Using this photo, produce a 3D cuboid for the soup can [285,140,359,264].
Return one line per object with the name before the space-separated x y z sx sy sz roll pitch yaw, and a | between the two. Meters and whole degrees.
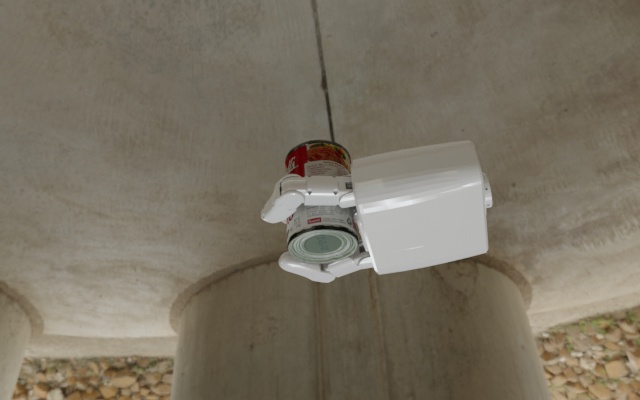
soup can | 0.000 0.002 0.464 0.068 0.102 0.069 -3 -34 -2
